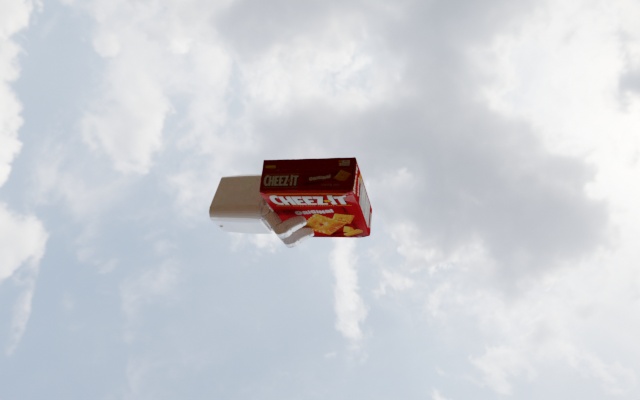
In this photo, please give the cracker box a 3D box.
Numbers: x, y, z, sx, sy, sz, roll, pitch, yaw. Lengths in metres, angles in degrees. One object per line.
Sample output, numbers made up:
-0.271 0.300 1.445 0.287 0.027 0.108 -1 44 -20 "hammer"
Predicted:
0.000 0.003 0.880 0.164 0.072 0.214 -1 -25 14 "cracker box"
